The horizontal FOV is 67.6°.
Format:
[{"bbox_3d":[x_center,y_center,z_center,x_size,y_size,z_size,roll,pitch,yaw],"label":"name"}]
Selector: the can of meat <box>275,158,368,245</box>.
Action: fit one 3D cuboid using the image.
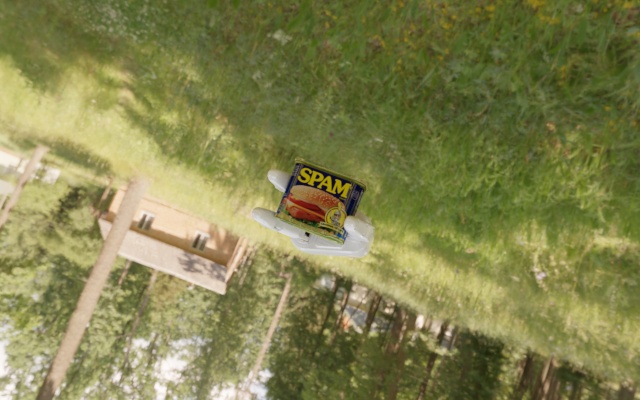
[{"bbox_3d":[0.000,0.002,0.627,0.102,0.084,0.057,20,-8,9],"label":"can of meat"}]
